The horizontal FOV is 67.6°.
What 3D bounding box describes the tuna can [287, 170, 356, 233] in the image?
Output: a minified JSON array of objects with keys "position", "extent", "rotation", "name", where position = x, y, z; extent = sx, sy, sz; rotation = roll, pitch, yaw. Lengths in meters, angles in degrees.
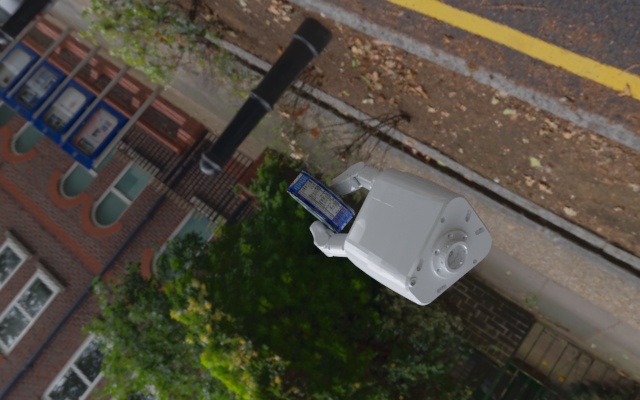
[{"position":[0.000,0.002,0.592],"extent":[0.086,0.034,0.086],"rotation":[40,-4,3],"name":"tuna can"}]
